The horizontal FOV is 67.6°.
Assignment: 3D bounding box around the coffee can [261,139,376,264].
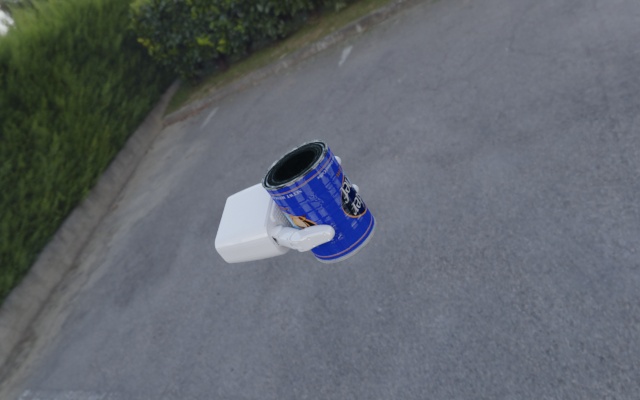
[{"bbox_3d":[0.000,0.002,0.658,0.103,0.140,0.102,-27,28,15],"label":"coffee can"}]
